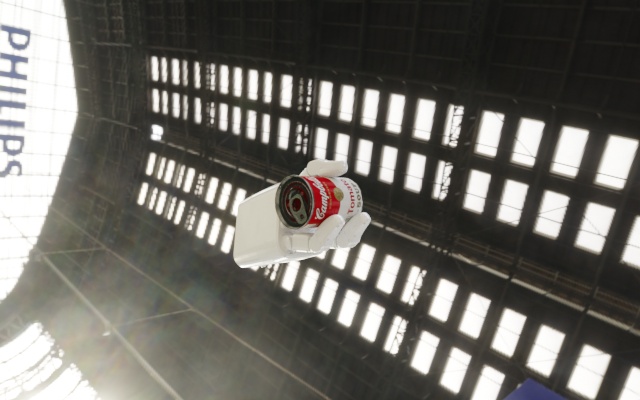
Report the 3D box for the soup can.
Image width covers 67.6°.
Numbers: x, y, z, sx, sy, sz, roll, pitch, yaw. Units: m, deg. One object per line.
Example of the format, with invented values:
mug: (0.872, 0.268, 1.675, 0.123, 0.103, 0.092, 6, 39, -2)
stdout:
soup can: (0.001, 0.002, 0.628, 0.068, 0.068, 0.102, 0, 0, 43)
